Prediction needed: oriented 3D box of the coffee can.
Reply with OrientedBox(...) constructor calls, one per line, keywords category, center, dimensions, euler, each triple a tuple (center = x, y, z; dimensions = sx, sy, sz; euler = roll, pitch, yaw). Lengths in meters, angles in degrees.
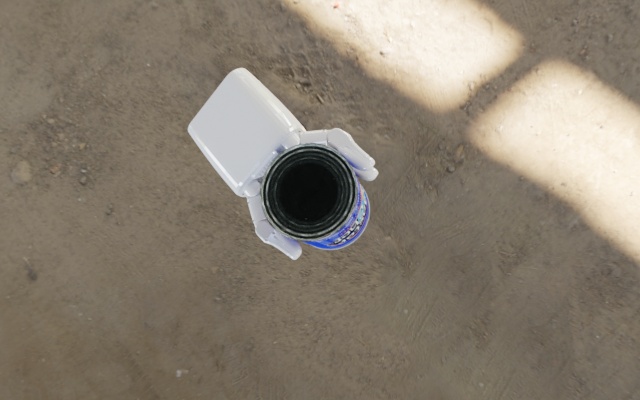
OrientedBox(category="coffee can", center=(0.000, 0.002, 0.551), dimensions=(0.103, 0.103, 0.140), euler=(0, -9, 11))
